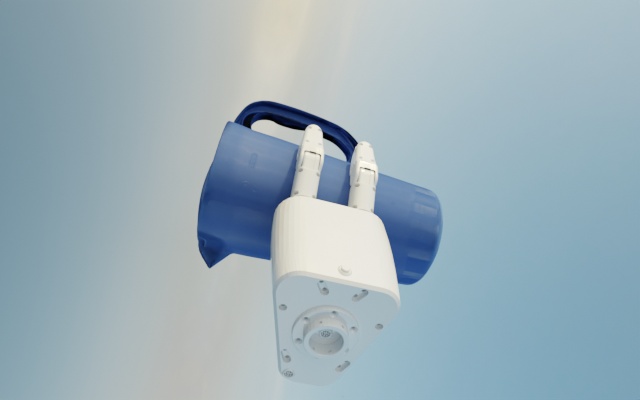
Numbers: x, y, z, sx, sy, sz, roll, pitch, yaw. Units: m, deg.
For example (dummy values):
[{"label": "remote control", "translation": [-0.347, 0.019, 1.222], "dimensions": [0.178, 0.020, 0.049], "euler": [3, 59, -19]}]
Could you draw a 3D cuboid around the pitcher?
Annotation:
[{"label": "pitcher", "translation": [0.000, 0.002, 0.508], "dimensions": [0.243, 0.149, 0.145], "euler": [15, 26, -10]}]
